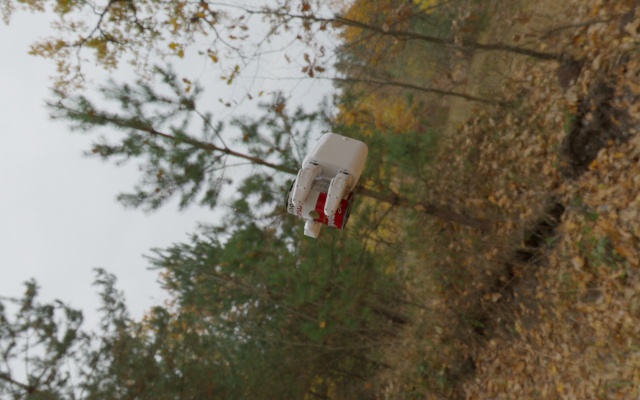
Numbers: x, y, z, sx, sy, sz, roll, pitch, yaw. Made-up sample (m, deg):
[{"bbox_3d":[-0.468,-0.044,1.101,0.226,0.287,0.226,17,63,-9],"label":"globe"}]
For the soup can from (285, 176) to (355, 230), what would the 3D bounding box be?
[{"bbox_3d":[0.000,0.003,0.804,0.102,0.068,0.068,18,3,9],"label":"soup can"}]
